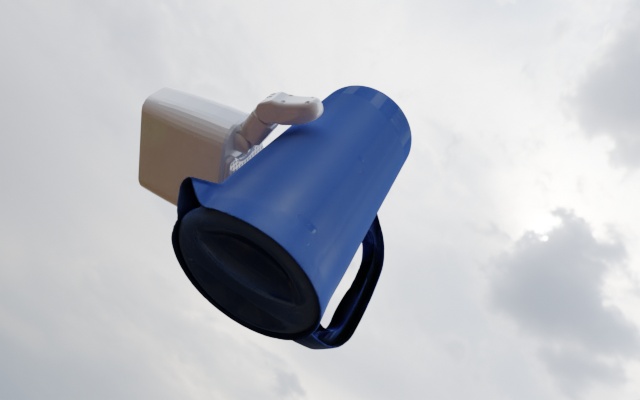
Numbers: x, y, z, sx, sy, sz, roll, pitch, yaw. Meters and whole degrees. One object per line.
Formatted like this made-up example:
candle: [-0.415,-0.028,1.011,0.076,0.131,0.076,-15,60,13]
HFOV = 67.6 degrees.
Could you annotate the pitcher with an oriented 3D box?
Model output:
pitcher: [0.000,0.001,0.435,0.145,0.149,0.242,21,45,19]
